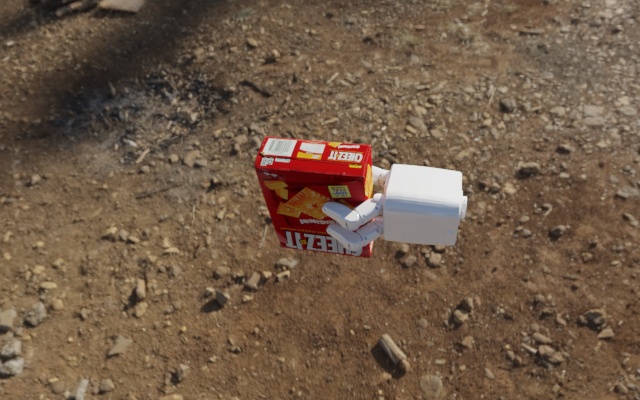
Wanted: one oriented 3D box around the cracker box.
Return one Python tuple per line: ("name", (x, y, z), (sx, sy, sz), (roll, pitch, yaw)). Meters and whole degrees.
("cracker box", (0.000, 0.002, 0.755), (0.164, 0.072, 0.214), (6, -38, 13))
